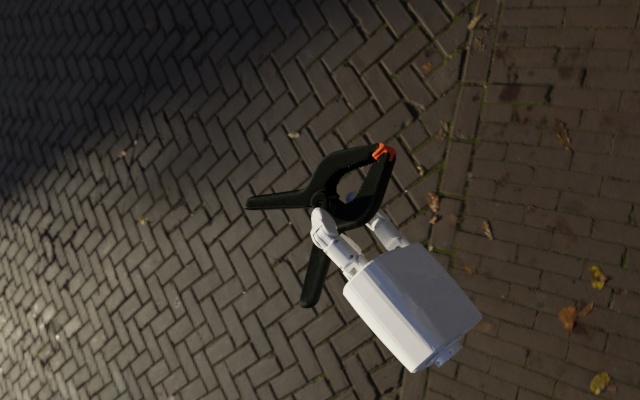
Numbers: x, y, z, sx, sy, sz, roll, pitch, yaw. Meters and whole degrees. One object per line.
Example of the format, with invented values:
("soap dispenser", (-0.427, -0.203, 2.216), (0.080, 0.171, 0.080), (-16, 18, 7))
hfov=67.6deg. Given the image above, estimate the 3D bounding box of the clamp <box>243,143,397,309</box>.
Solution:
("clamp", (0.000, 0.002, 0.570), (0.164, 0.210, 0.036), (49, 21, 24))
